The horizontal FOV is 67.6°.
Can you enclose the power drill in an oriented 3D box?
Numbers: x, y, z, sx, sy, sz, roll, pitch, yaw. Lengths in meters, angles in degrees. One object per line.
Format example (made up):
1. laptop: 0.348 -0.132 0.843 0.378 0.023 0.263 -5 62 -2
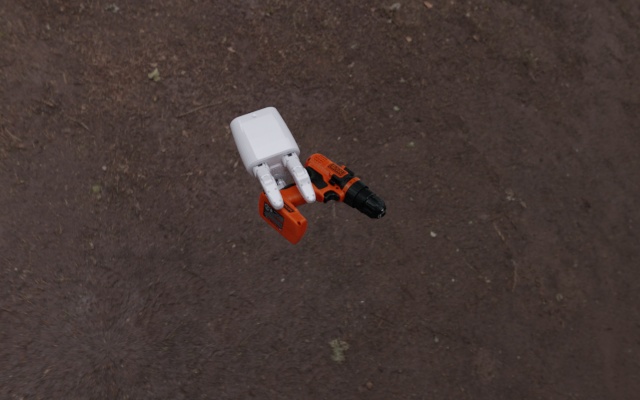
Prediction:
1. power drill: 0.000 0.003 0.844 0.184 0.057 0.187 36 46 27
